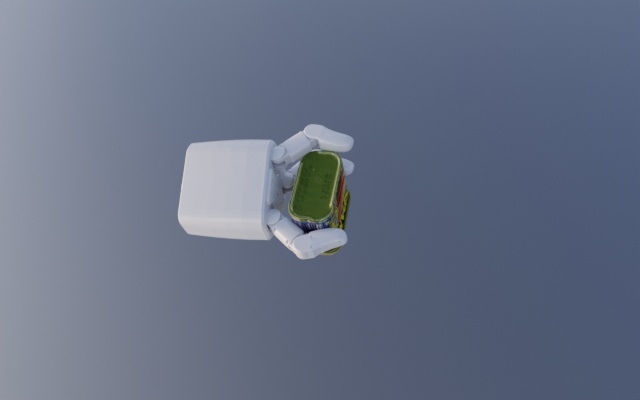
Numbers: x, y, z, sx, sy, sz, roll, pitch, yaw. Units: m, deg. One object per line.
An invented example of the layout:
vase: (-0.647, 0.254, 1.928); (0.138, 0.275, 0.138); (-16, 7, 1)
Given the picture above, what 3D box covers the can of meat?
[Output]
can of meat: (0.000, 0.002, 0.578); (0.057, 0.102, 0.084); (5, -30, 12)
